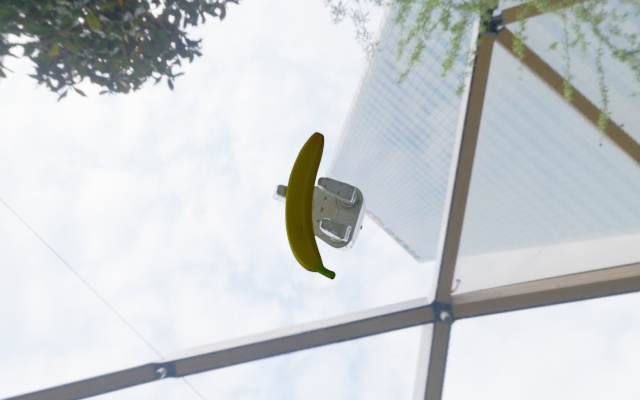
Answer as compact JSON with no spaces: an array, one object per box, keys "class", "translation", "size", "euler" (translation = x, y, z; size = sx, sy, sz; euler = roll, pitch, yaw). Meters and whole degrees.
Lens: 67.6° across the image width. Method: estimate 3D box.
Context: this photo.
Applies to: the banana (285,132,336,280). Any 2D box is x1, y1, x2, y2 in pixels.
[{"class":"banana","translation":[-0.017,0.009,0.627],"size":[0.069,0.197,0.037],"euler":[-12,-16,22]}]
